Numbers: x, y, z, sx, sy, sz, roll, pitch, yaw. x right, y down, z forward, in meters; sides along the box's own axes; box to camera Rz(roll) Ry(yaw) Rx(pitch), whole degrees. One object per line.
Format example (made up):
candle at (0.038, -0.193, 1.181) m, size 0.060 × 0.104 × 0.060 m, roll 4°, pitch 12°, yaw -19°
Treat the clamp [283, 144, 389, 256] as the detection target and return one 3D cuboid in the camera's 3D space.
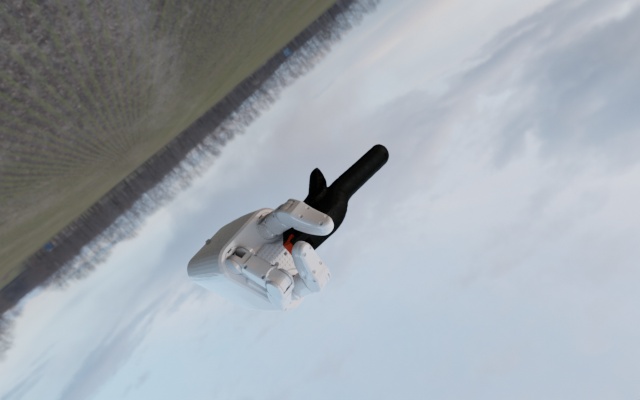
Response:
clamp at (0.000, 0.002, 0.555) m, size 0.120 × 0.039 × 0.171 m, roll -19°, pitch 25°, yaw 52°
